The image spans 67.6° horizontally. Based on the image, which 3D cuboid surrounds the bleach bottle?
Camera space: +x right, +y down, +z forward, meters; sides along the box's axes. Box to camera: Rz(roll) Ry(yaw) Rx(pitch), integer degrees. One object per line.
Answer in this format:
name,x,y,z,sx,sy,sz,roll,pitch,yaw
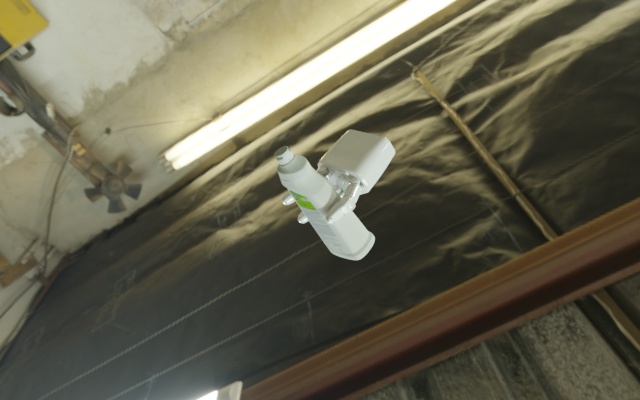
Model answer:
bleach bottle,0.000,0.003,0.887,0.102,0.068,0.251,7,-39,50
